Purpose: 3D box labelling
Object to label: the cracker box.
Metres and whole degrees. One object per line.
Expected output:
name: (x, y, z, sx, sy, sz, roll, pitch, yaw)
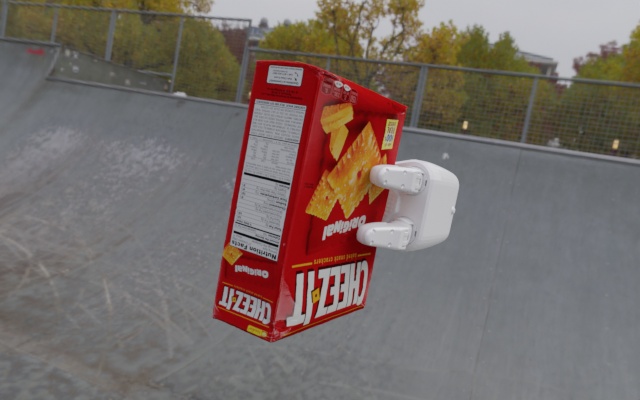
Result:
cracker box: (0.000, 0.001, 0.431, 0.072, 0.214, 0.164, 14, 6, 32)
